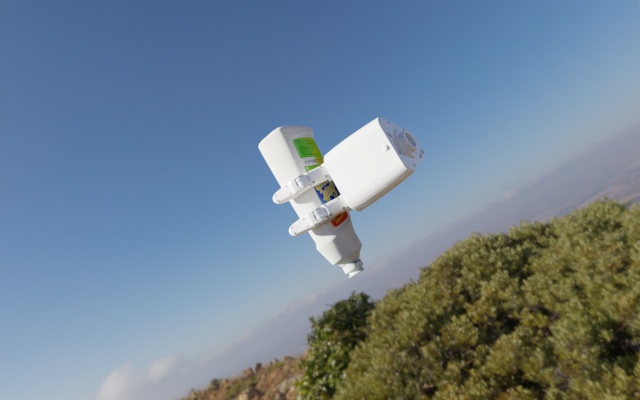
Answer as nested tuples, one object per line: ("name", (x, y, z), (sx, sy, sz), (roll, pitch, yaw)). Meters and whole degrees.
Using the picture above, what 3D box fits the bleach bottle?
("bleach bottle", (0.000, 0.002, 0.753), (0.068, 0.250, 0.102), (-36, -12, 30))
